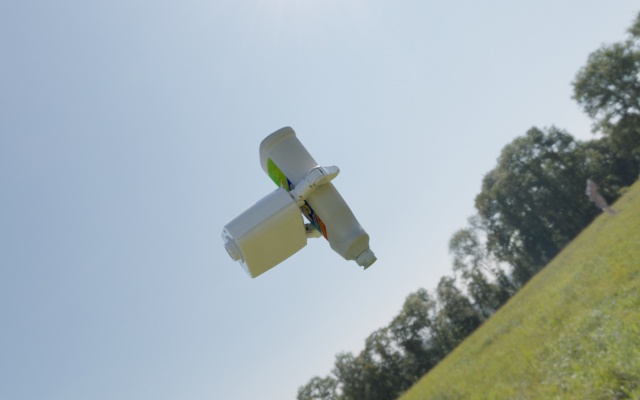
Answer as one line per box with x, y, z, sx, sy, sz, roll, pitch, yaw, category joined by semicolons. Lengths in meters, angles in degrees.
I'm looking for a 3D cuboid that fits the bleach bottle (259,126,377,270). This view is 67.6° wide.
0.000;0.002;0.758;0.068;0.250;0.103;-33;-20;-20;bleach bottle
